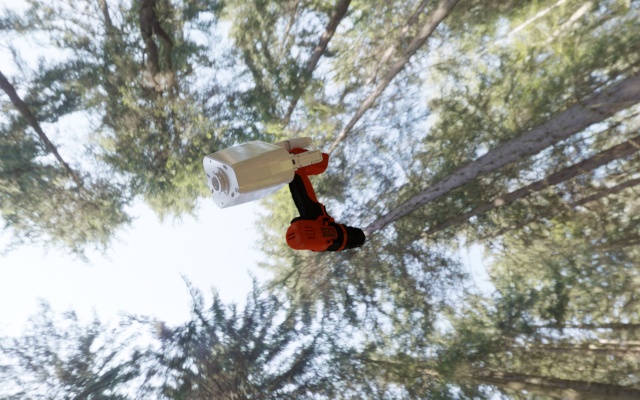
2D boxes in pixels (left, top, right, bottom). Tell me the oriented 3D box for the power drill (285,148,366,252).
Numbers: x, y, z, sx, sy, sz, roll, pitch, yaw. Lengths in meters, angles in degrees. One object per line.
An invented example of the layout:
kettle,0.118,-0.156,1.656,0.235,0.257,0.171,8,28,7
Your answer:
power drill,0.000,0.002,0.867,0.057,0.187,0.184,-30,-24,36
